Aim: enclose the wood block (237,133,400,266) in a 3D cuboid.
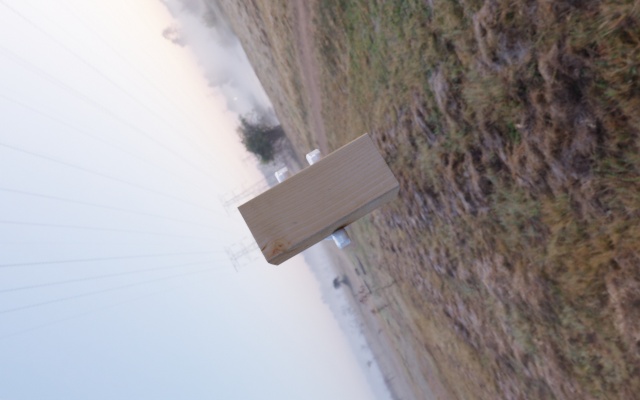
[{"bbox_3d":[0.000,0.003,0.684,0.206,0.091,0.090,-30,-11,-2],"label":"wood block"}]
